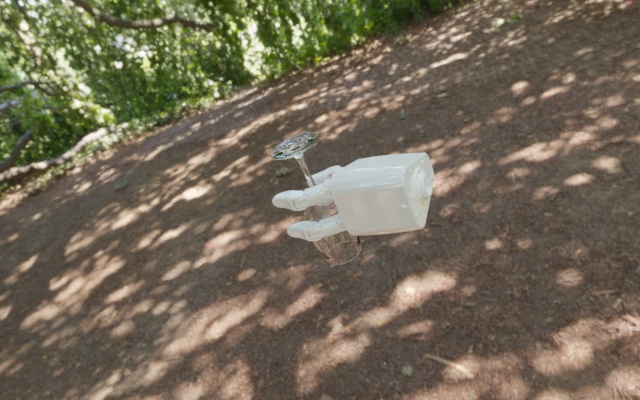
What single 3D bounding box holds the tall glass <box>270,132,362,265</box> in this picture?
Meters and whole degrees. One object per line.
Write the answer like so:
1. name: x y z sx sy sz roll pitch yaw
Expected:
1. tall glass: 0.000 0.002 0.721 0.079 0.201 0.079 -19 27 10
